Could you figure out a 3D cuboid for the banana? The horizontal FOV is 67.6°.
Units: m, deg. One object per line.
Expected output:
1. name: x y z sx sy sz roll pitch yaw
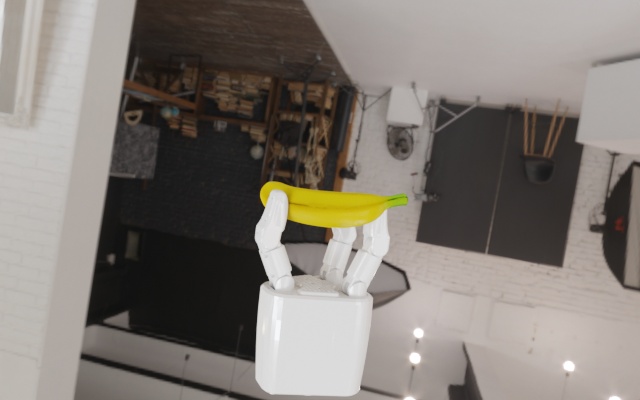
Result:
1. banana: -0.009 0.004 0.508 0.198 0.037 0.069 8 10 40
